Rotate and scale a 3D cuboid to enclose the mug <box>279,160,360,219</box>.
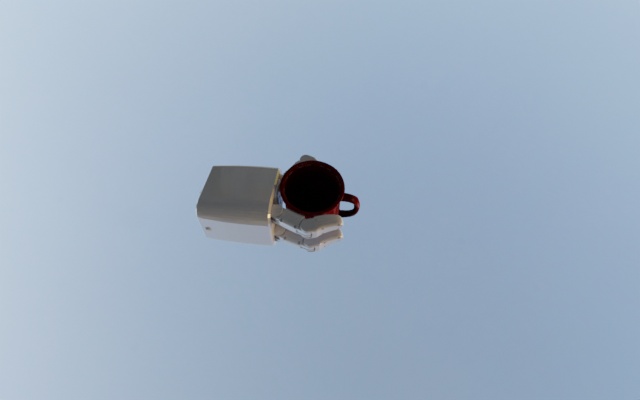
[{"bbox_3d":[0.002,0.003,0.711,0.117,0.093,0.081,6,-31,3],"label":"mug"}]
